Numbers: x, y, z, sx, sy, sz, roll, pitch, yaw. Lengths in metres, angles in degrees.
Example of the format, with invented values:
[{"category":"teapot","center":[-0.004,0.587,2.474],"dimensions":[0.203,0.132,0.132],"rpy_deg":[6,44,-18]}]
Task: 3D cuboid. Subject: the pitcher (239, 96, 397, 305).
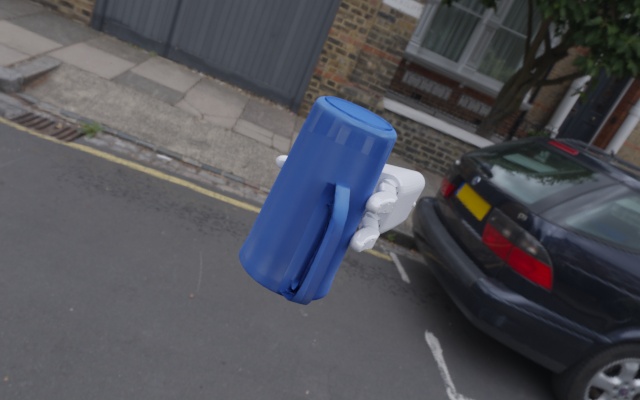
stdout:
[{"category":"pitcher","center":[0.000,0.002,0.604],"dimensions":[0.149,0.243,0.145],"rpy_deg":[35,23,25]}]
